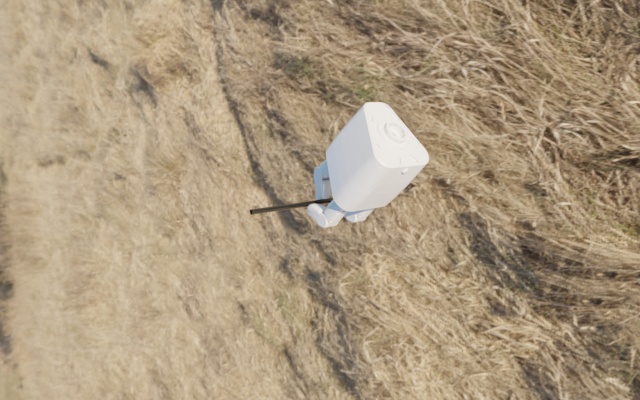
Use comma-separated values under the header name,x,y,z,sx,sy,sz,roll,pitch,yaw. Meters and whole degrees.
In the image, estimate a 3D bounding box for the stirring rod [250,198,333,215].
name,x,y,z,sx,sy,sz,roll,pitch,yaw
stirring rod,0.000,0.002,0.740,0.239,0.011,0.011,-8,5,-35
